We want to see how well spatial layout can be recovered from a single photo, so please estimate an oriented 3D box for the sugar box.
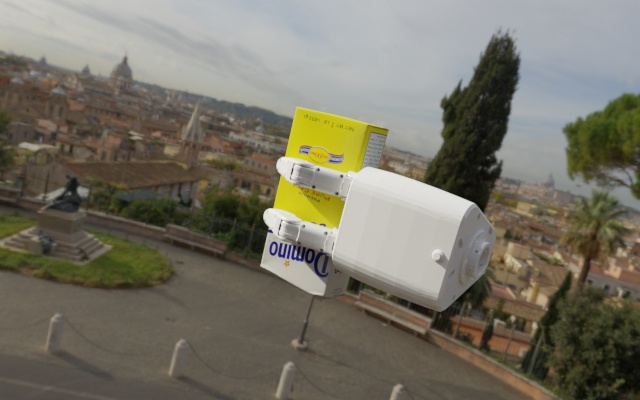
[{"bbox_3d":[0.000,0.002,0.488,0.093,0.176,0.048,20,10,35],"label":"sugar box"}]
